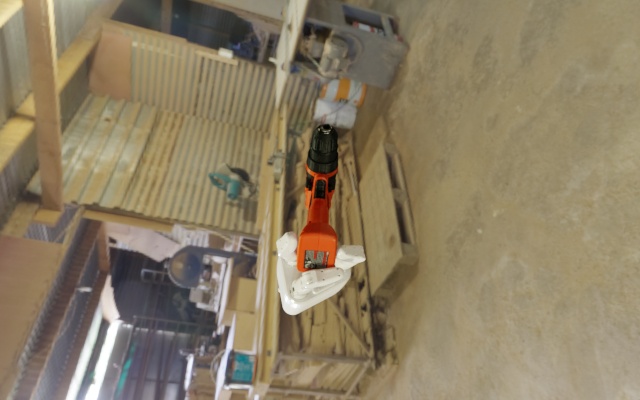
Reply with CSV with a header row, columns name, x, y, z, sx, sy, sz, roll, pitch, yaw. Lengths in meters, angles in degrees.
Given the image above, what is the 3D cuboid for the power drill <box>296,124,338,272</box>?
name,x,y,z,sx,sy,sz,roll,pitch,yaw
power drill,0.000,0.003,0.730,0.057,0.187,0.185,4,-42,1
